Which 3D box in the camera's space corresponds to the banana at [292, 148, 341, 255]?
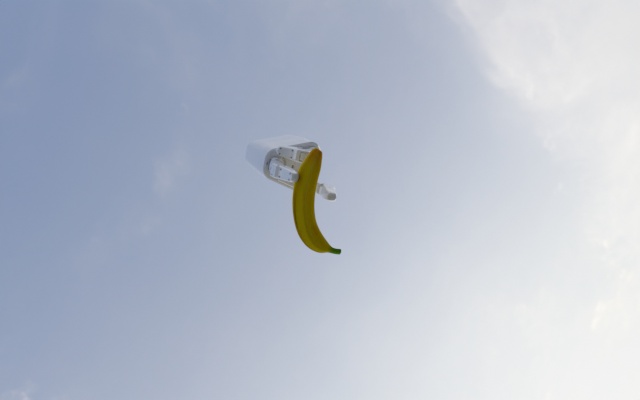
[{"bbox_3d":[-0.015,0.012,0.802,0.069,0.198,0.037,-21,26,-22],"label":"banana"}]
